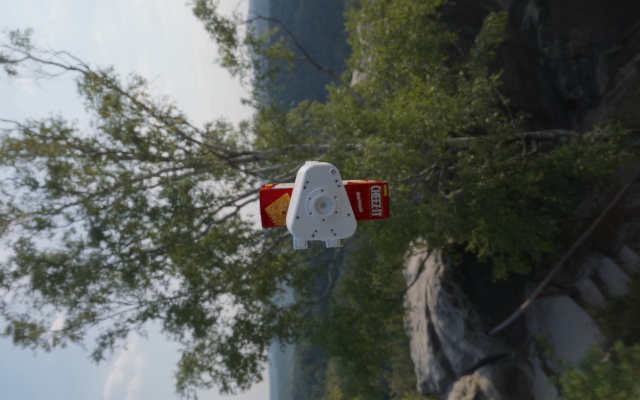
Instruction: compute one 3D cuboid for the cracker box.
[{"bbox_3d":[0.000,0.003,0.858,0.214,0.072,0.164,-3,5,-5],"label":"cracker box"}]
